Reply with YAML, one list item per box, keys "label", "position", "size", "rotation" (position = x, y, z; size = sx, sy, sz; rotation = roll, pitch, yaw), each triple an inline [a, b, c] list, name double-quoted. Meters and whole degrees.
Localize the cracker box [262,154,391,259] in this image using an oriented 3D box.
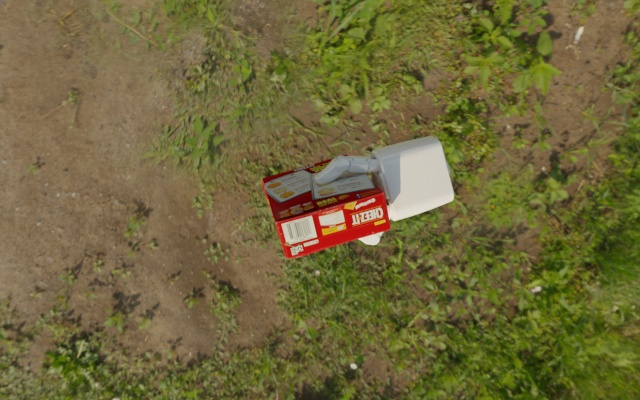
- label: "cracker box"
  position: [0.000, 0.002, 0.778]
  size: [0.164, 0.072, 0.213]
  rotation: [-16, 22, -6]
